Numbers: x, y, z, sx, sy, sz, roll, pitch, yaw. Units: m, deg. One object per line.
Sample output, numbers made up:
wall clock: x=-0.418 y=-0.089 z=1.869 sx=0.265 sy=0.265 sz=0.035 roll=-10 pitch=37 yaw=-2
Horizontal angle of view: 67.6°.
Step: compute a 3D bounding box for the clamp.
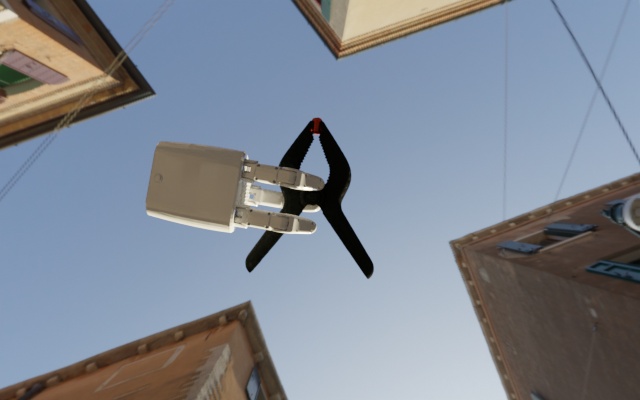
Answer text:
clamp: x=0.000 y=0.001 z=0.616 sx=0.164 sy=0.210 sz=0.036 roll=10 pitch=0 yaw=-1
